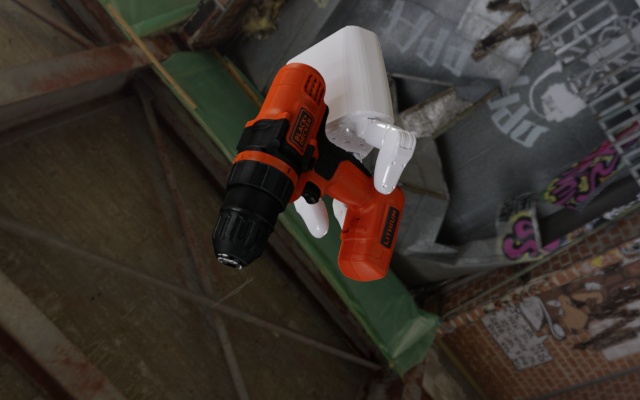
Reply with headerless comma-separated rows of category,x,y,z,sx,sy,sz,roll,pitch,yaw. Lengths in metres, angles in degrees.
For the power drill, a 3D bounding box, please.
power drill,0.000,0.001,0.424,0.057,0.184,0.188,-2,-31,39
